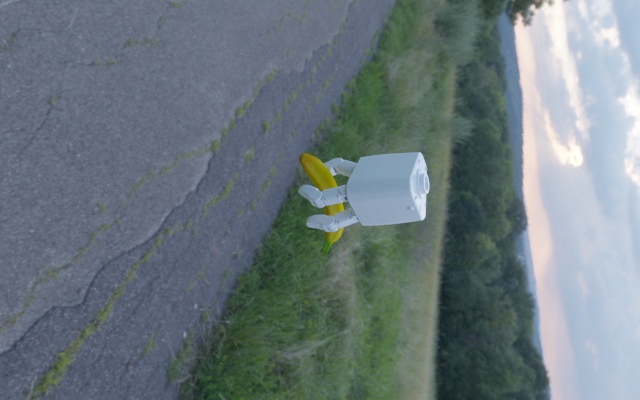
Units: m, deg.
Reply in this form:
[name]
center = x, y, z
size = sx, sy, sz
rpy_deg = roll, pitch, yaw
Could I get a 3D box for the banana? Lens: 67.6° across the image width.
[banana]
center = 0.009, -0.003, 0.857
size = 0.037, 0.198, 0.069
rpy_deg = 0, 27, 31
